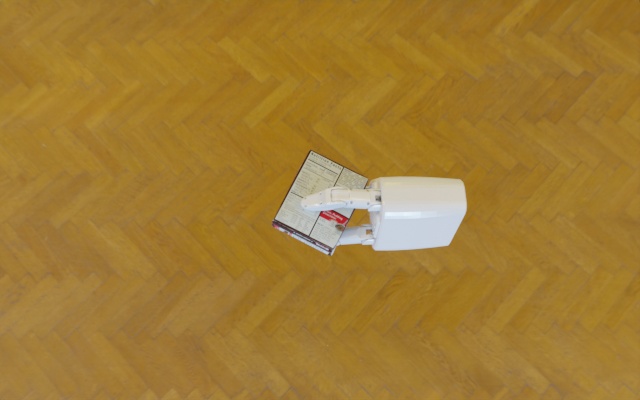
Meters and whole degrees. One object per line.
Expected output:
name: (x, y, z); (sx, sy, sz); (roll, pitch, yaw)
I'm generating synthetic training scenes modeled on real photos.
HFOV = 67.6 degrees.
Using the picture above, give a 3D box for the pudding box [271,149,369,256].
pudding box: (0.000, 0.002, 0.626); (0.090, 0.113, 0.039); (27, -18, 2)
